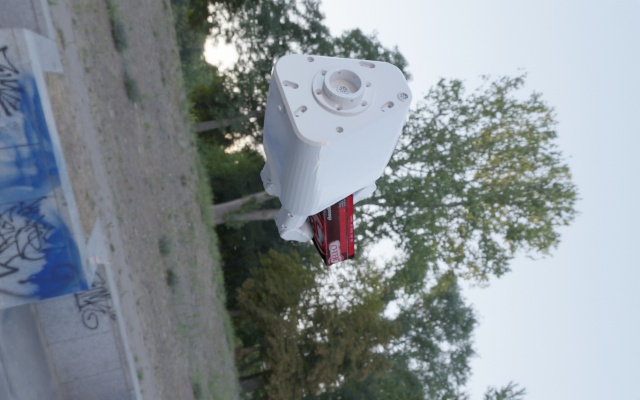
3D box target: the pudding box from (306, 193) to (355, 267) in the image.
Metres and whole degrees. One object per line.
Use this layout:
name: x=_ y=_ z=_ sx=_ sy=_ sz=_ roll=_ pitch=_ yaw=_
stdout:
pudding box: x=0.000 y=0.002 z=0.520 sx=0.039 sy=0.090 sz=0.113 roll=-13 pitch=36 yaw=-14
